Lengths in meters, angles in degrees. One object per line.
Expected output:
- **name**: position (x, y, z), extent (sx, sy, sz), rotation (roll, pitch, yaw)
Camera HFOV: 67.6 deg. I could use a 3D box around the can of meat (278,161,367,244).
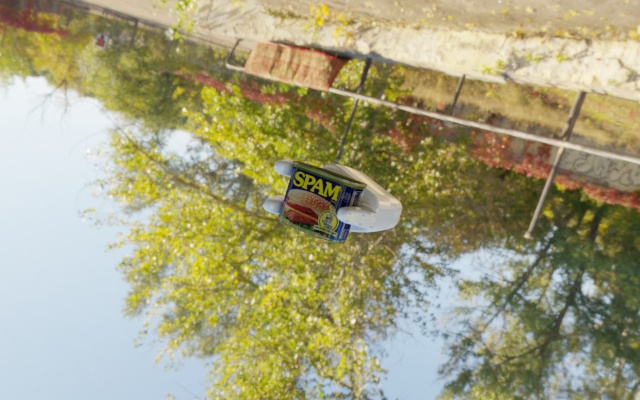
- **can of meat**: position (0.000, 0.002, 0.635), extent (0.102, 0.084, 0.057), rotation (21, 9, 25)
